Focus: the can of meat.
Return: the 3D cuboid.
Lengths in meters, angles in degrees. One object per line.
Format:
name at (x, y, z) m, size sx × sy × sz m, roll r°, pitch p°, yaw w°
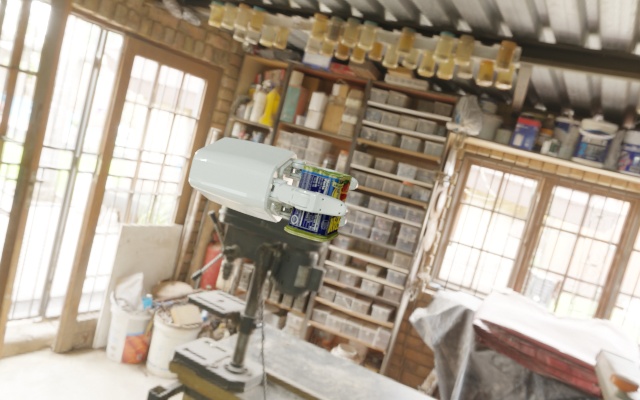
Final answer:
can of meat at (0.000, 0.002, 0.614) m, size 0.057 × 0.084 × 0.102 m, roll 16°, pitch 5°, yaw 12°
